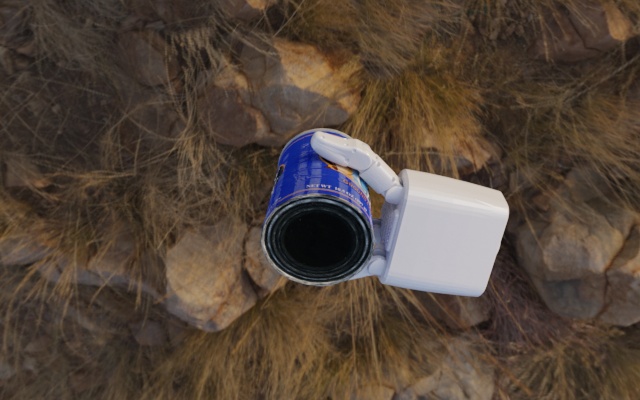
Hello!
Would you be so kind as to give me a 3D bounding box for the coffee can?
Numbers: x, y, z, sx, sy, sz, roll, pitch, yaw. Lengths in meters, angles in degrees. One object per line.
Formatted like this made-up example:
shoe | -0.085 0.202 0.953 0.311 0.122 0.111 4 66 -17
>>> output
coffee can | 0.000 0.001 0.485 0.103 0.103 0.140 0 32 3
